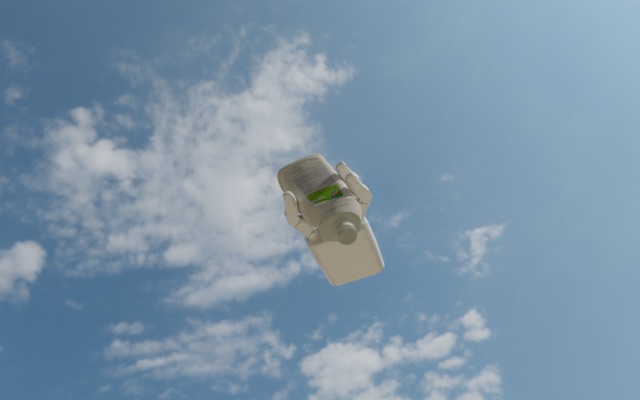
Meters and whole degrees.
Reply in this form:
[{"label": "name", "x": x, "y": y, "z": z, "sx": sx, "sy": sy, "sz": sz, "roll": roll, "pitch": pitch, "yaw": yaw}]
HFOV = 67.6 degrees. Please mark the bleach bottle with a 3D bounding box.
[{"label": "bleach bottle", "x": 0.000, "y": 0.003, "z": 0.800, "sx": 0.102, "sy": 0.068, "sz": 0.250, "roll": -26, "pitch": 30, "yaw": -3}]
